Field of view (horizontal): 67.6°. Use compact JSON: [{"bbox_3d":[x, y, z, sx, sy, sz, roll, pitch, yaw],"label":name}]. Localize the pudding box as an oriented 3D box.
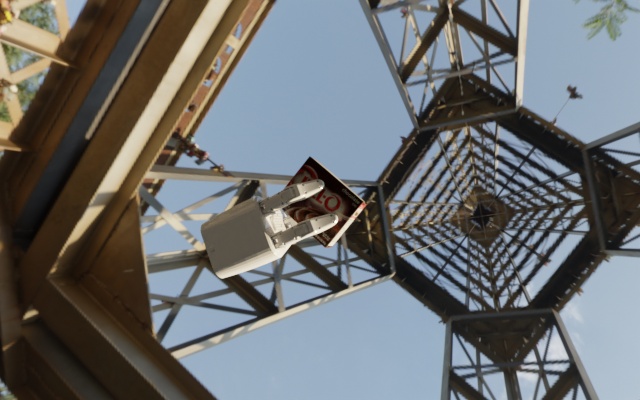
[{"bbox_3d":[0.000,0.002,0.722,0.113,0.090,0.039,40,9,14],"label":"pudding box"}]
